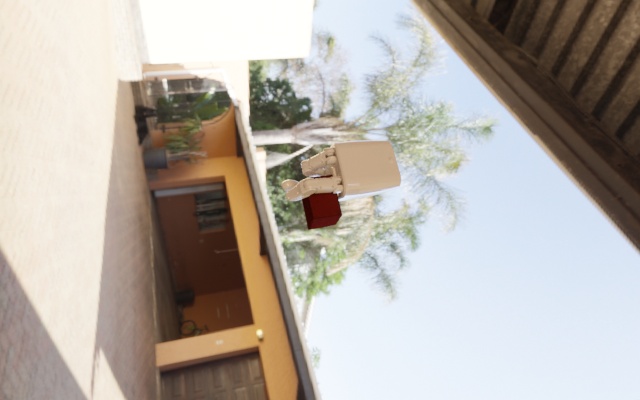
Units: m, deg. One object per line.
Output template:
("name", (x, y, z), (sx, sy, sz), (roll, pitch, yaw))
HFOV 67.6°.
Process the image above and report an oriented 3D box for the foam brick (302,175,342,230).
("foam brick", (0.000, 0.003, 0.816), (0.051, 0.078, 0.053), (-7, -21, -16))
